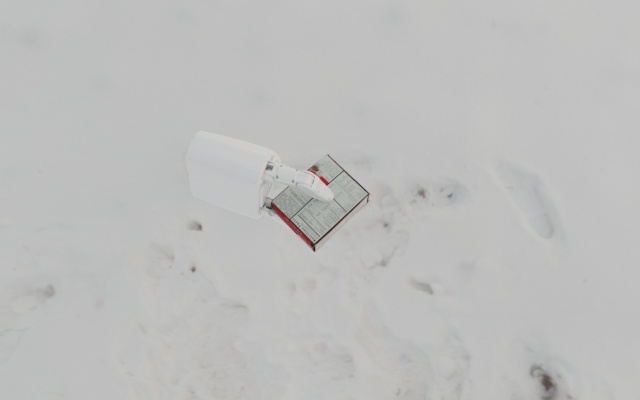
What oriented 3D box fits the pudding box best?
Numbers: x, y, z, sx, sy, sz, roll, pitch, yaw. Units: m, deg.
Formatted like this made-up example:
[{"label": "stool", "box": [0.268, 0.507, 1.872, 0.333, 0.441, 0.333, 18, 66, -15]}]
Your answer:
[{"label": "pudding box", "box": [0.000, 0.002, 0.673, 0.113, 0.090, 0.039, -42, -13, -14]}]
